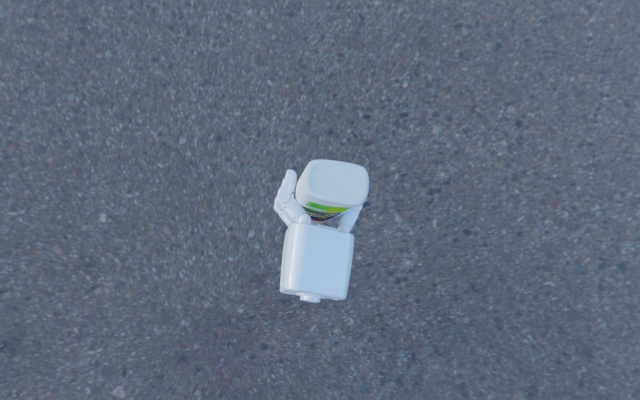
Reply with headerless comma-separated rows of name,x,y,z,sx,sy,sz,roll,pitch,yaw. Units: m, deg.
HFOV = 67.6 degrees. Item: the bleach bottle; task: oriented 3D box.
bleach bottle,0.000,0.003,0.823,0.102,0.068,0.251,9,-16,-9
